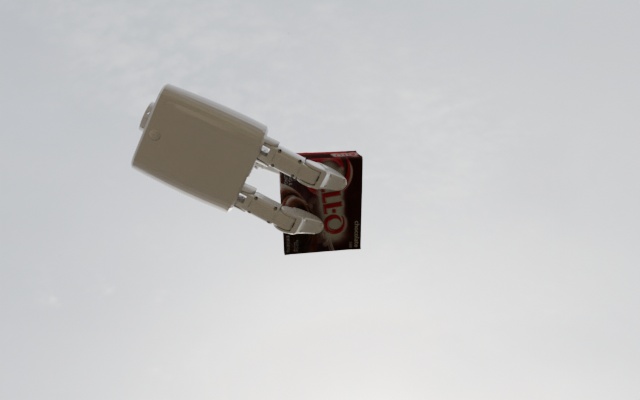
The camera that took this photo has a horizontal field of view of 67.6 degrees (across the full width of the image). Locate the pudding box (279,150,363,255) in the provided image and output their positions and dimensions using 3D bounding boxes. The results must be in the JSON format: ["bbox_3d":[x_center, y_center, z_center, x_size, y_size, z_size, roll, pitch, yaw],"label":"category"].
[{"bbox_3d":[0.000,0.002,0.538,0.090,0.113,0.039,-3,22,-7],"label":"pudding box"}]
